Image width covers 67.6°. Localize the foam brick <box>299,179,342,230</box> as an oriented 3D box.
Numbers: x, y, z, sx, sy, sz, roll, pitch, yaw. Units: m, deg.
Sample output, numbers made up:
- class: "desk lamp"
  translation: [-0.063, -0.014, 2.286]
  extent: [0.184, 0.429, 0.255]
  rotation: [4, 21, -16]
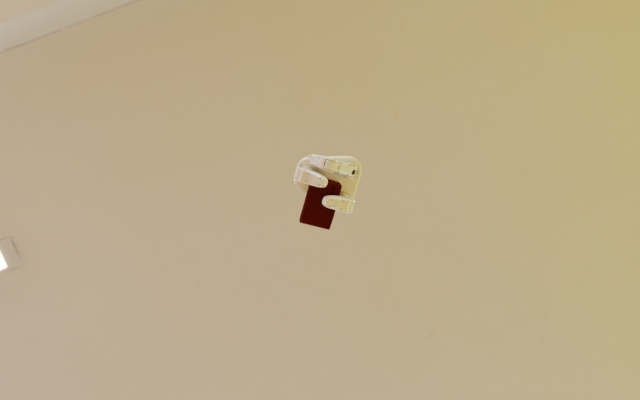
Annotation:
- class: "foam brick"
  translation: [0.000, 0.003, 0.794]
  extent: [0.053, 0.078, 0.051]
  rotation: [16, 6, -4]
